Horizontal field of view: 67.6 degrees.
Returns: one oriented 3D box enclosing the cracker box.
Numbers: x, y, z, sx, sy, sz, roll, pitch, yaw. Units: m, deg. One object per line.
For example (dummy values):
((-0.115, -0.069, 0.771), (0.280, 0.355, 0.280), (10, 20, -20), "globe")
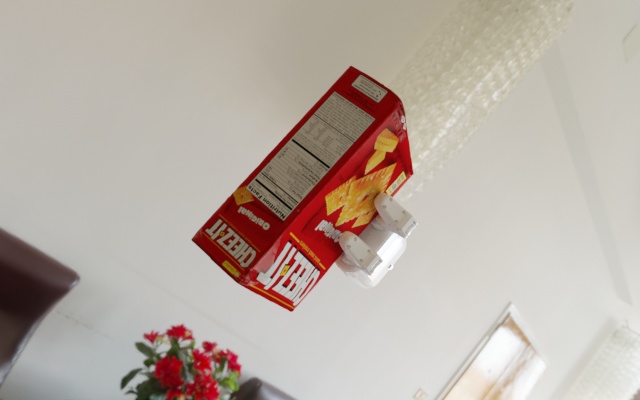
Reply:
((0.000, 0.001, 0.479), (0.072, 0.213, 0.164), (38, -8, 24), "cracker box")
